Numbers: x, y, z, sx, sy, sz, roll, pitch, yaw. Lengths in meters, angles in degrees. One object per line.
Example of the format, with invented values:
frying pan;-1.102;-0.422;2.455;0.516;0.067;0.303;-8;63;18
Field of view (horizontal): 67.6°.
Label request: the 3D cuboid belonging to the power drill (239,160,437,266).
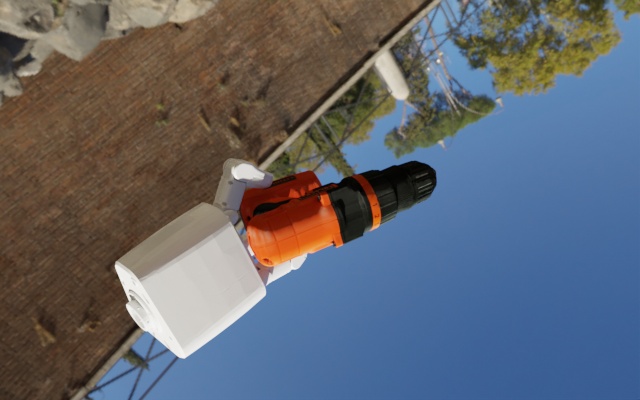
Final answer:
power drill;0.000;0.002;0.486;0.184;0.057;0.187;-19;9;-19
